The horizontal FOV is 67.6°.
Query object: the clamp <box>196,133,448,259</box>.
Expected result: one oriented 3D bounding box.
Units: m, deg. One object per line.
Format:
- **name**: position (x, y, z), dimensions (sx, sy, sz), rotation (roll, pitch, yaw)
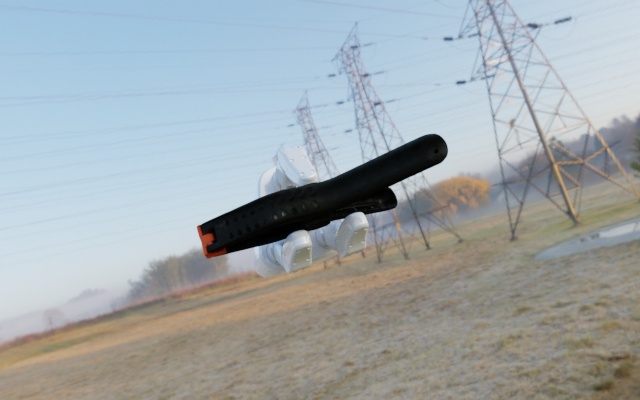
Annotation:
- **clamp**: position (-0.001, 0.001, 0.413), dimensions (0.210, 0.036, 0.165), rotation (-16, -14, -17)
